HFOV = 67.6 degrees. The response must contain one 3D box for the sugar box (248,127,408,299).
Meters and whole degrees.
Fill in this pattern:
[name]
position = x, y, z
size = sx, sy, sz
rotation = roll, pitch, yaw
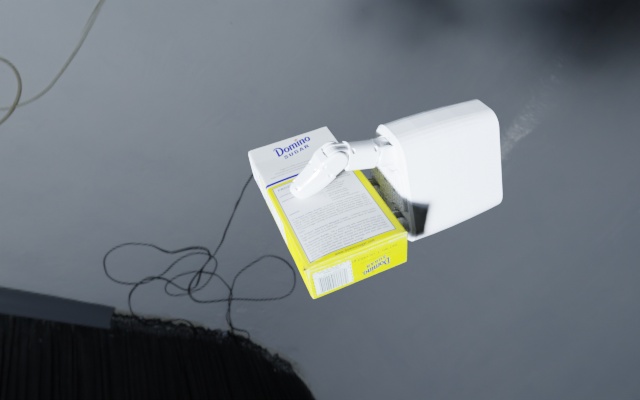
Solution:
[sugar box]
position = 0.000, 0.002, 0.458
size = 0.093, 0.048, 0.176
rotation = -19, 42, -11
